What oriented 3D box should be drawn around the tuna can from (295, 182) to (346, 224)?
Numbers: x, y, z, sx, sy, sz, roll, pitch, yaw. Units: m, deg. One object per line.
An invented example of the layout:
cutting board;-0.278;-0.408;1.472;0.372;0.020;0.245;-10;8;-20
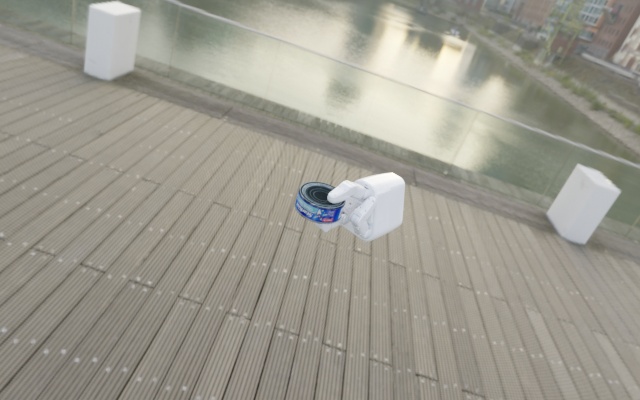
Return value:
tuna can;0.000;0.002;0.835;0.086;0.034;0.086;12;32;-7
